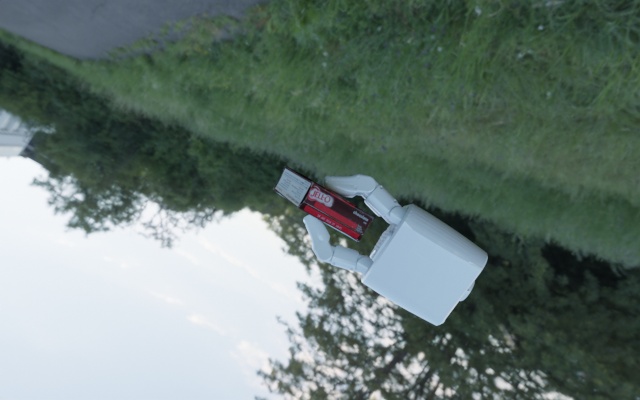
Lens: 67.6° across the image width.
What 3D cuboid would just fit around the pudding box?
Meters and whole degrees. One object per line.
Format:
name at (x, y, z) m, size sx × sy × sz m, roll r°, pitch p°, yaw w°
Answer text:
pudding box at (0.000, 0.002, 0.580) m, size 0.090 × 0.039 × 0.113 m, roll 31°, pitch -1°, yaw -24°
